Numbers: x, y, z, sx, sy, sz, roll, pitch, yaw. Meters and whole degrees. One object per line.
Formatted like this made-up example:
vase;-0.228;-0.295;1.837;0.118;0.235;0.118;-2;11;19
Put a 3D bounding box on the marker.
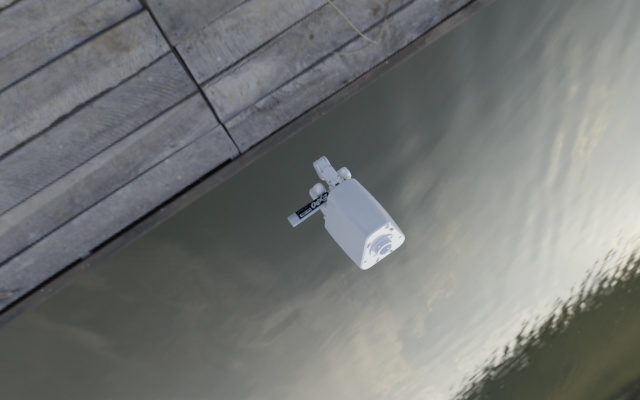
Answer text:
marker;0.000;0.003;0.794;0.121;0.020;0.020;-34;5;-8
